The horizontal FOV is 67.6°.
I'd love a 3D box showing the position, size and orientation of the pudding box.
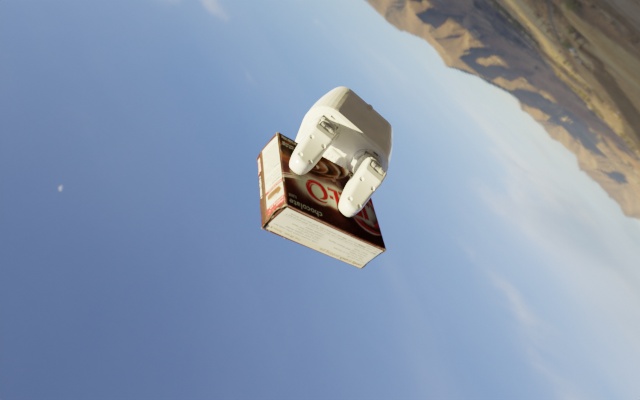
[{"bbox_3d":[0.000,0.001,0.423,0.113,0.090,0.039,23,-54,-31],"label":"pudding box"}]
